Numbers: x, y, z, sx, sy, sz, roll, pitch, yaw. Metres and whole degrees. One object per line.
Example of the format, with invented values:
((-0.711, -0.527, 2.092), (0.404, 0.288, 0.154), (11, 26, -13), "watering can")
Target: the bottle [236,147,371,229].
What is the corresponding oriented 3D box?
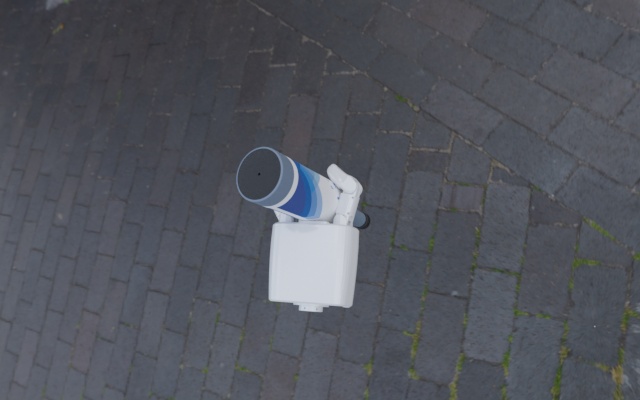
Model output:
((0.000, 0.002, 0.675), (0.069, 0.069, 0.296), (0, -13, 30), "bottle")
